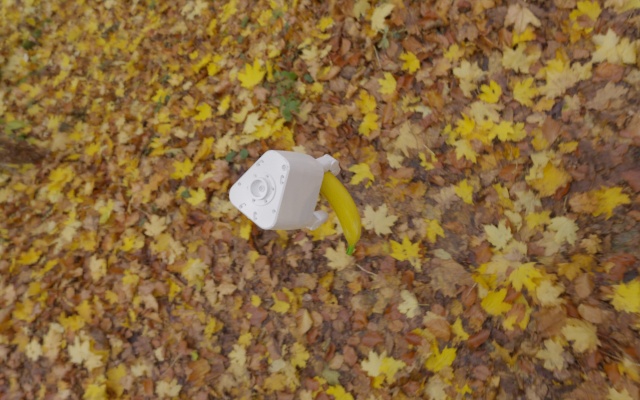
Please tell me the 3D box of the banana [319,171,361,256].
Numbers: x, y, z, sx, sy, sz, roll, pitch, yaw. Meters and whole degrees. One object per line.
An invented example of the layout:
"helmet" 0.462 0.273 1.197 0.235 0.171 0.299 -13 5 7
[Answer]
"banana" 0.015 -0.005 0.803 0.070 0.197 0.037 -37 -12 28
